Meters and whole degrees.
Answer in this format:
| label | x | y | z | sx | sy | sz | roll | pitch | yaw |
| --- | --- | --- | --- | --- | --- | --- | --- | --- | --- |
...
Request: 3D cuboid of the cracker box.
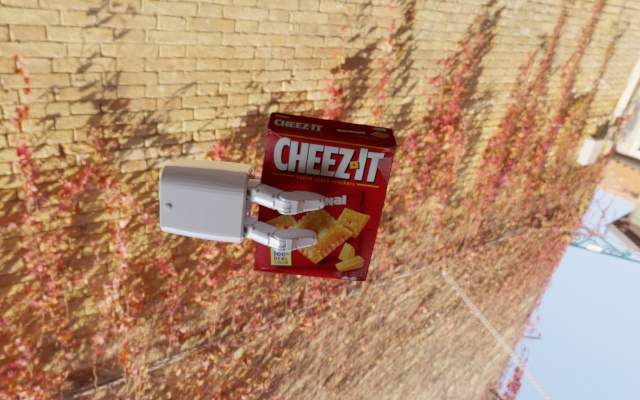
| label | x | y | z | sx | sy | sz | roll | pitch | yaw |
| --- | --- | --- | --- | --- | --- | --- | --- | --- | --- |
| cracker box | 0.000 | 0.002 | 0.648 | 0.164 | 0.214 | 0.072 | 7 | 27 | -4 |
